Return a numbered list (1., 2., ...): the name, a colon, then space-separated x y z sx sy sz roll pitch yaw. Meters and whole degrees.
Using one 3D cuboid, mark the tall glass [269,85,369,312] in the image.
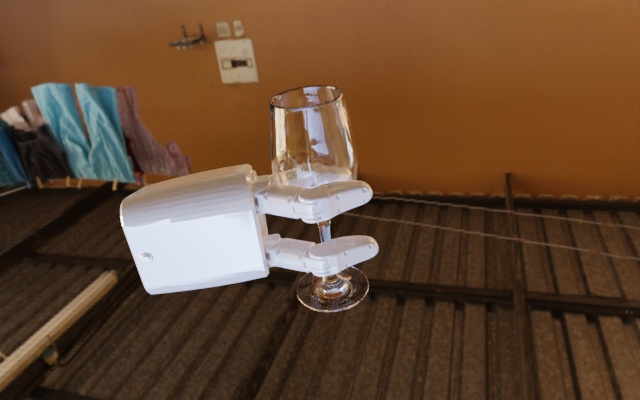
1. tall glass: 0.000 0.002 0.439 0.079 0.201 0.079 -6 28 3
